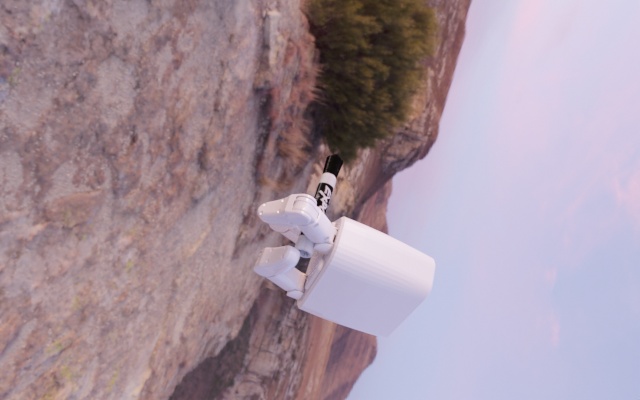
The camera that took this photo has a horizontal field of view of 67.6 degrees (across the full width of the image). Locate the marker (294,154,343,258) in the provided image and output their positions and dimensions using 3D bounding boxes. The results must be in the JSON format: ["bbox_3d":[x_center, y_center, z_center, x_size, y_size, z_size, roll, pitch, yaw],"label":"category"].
[{"bbox_3d":[0.000,0.002,0.486,0.020,0.121,0.020,14,-31,9],"label":"marker"}]
